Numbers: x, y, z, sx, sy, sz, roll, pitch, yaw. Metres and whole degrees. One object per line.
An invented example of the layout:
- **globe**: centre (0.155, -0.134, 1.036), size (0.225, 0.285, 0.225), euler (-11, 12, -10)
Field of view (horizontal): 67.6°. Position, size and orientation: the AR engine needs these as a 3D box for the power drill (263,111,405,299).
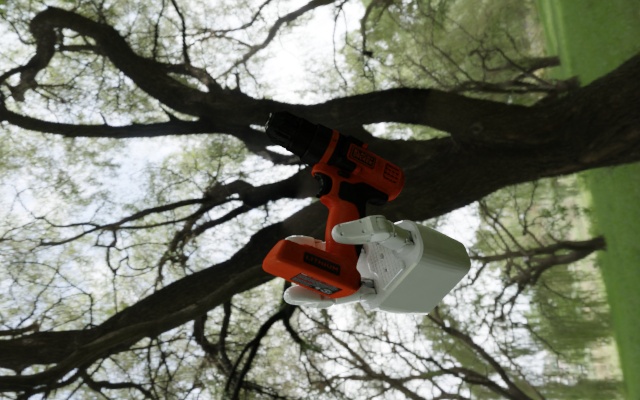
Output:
- **power drill**: centre (0.000, 0.002, 0.543), size (0.184, 0.187, 0.057), euler (25, -27, -12)
